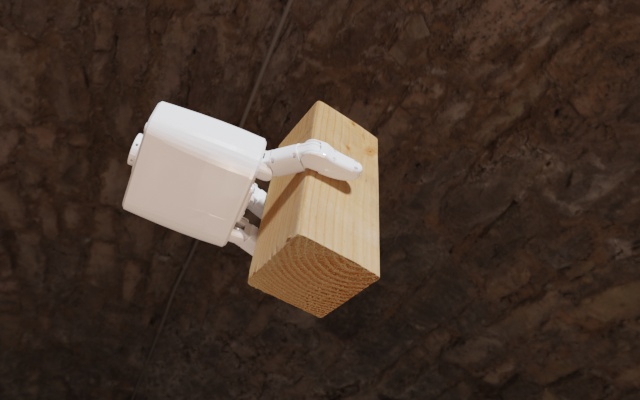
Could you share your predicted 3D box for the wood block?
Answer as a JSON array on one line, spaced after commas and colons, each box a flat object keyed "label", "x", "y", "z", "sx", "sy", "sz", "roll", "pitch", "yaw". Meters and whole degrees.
[{"label": "wood block", "x": 0.000, "y": 0.001, "z": 0.501, "sx": 0.090, "sy": 0.206, "sz": 0.091, "roll": 30, "pitch": -51, "yaw": -21}]
